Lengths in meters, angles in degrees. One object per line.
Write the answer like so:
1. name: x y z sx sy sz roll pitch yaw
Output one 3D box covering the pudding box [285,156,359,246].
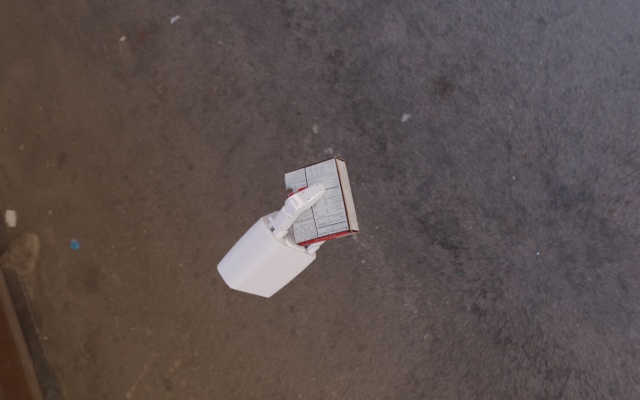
1. pudding box: 0.000 0.002 0.693 0.090 0.113 0.039 -16 -12 22
